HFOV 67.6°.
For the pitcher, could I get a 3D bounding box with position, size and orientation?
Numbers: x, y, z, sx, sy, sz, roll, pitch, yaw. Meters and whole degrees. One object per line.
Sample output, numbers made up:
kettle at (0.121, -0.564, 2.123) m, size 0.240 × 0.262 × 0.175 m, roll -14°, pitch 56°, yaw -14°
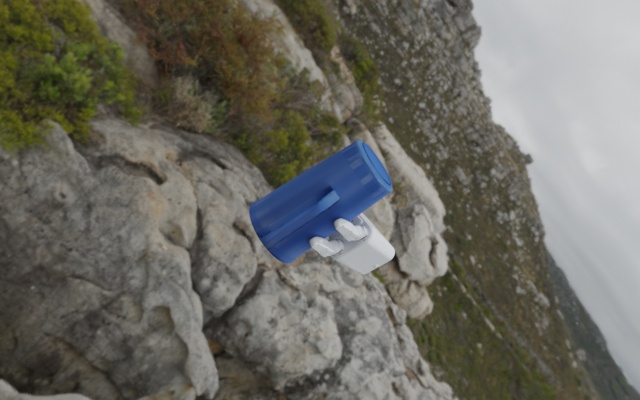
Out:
pitcher at (0.000, 0.003, 0.850) m, size 0.243 × 0.149 × 0.145 m, roll -33°, pitch -42°, yaw 17°
